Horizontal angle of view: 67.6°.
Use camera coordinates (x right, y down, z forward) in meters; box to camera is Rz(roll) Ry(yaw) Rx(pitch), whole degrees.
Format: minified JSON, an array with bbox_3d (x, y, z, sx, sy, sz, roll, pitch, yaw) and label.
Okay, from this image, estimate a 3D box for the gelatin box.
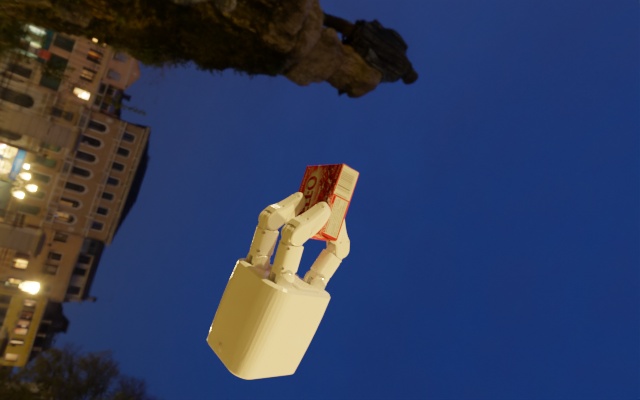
[{"bbox_3d":[0.001,0.002,0.569,0.030,0.089,0.073,28,-15,-34],"label":"gelatin box"}]
